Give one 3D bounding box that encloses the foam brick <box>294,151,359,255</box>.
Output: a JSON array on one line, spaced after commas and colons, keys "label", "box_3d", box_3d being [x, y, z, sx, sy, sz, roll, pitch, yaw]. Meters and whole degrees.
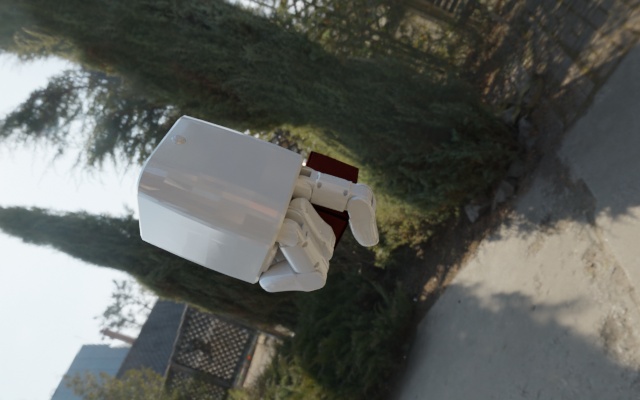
[{"label": "foam brick", "box_3d": [0.000, 0.001, 0.443, 0.051, 0.053, 0.078, 20, 40, -5]}]
